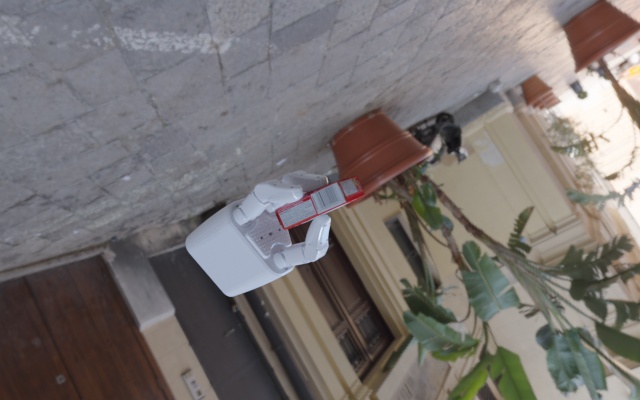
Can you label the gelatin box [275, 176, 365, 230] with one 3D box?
[{"bbox_3d":[0.001,0.002,0.572,0.089,0.030,0.073,-24,-2,23],"label":"gelatin box"}]
